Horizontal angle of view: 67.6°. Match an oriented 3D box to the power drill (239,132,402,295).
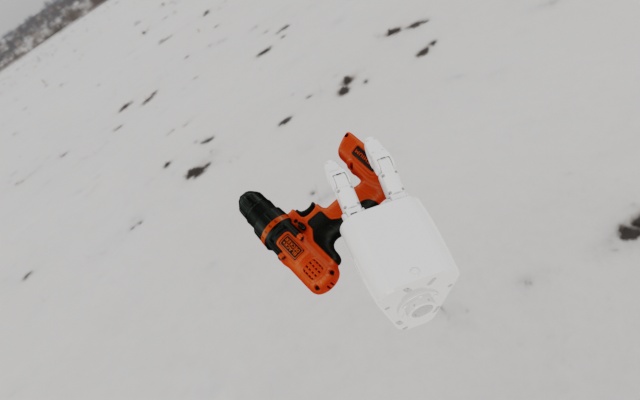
[{"bbox_3d":[0.001,0.002,0.632,0.184,0.187,0.057,43,0,25],"label":"power drill"}]
